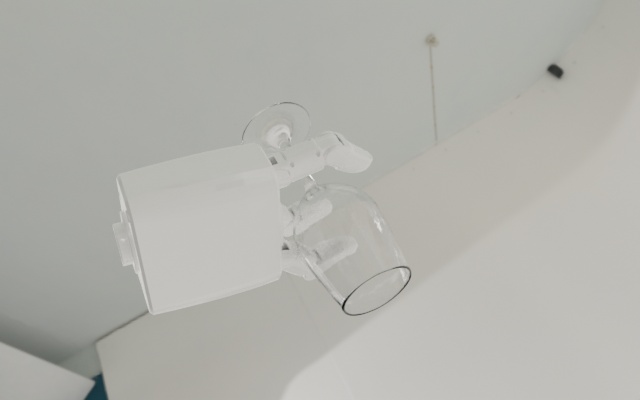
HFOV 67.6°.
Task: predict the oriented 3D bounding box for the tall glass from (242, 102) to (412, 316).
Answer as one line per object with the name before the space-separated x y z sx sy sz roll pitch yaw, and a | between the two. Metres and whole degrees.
tall glass | 0.000 0.001 0.423 0.079 0.079 0.201 0 44 -39
